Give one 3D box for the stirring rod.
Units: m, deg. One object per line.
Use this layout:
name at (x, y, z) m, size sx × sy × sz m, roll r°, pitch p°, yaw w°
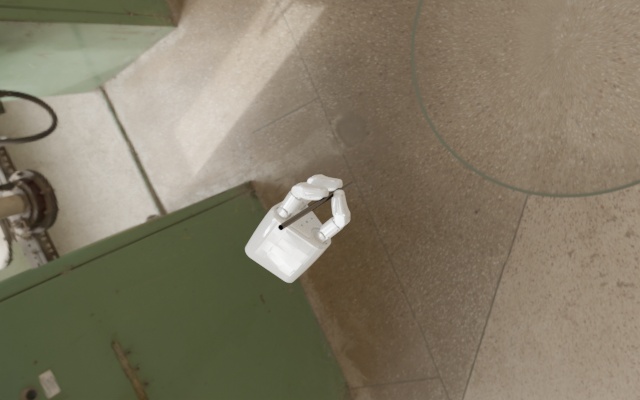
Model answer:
stirring rod at (0.000, 0.002, 0.731) m, size 0.011 × 0.011 × 0.239 m, roll 0°, pitch 16°, yaw 27°
